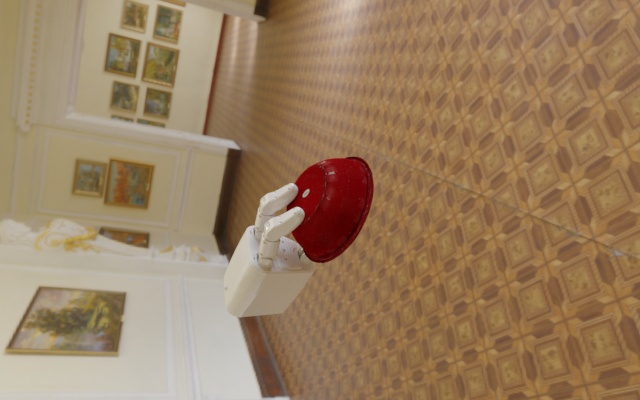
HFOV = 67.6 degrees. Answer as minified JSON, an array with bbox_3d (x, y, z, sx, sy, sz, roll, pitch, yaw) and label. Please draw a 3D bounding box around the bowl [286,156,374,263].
[{"bbox_3d":[0.000,0.001,0.664,0.055,0.162,0.162,25,-13,-30],"label":"bowl"}]
